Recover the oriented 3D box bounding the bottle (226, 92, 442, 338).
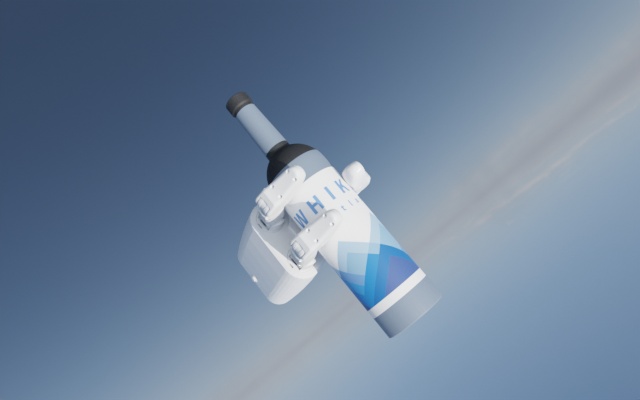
[{"bbox_3d":[0.000,0.002,0.491,0.069,0.295,0.069,-38,-12,-9],"label":"bottle"}]
